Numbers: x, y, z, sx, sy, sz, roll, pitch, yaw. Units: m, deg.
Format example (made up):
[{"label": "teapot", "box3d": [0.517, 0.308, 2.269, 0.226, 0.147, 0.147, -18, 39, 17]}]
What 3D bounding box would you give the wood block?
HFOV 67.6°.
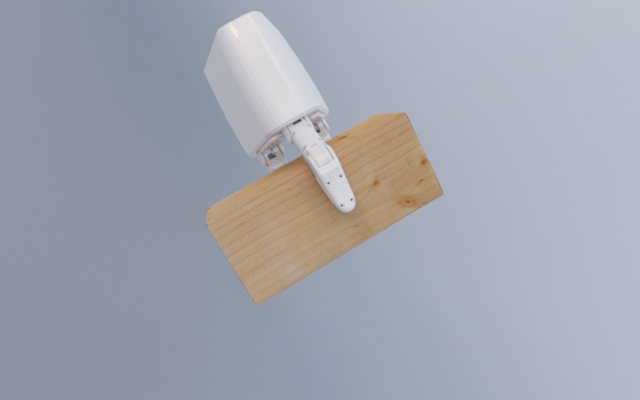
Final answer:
[{"label": "wood block", "box3d": [0.000, 0.001, 0.474, 0.206, 0.090, 0.091, -30, 14, -7]}]
